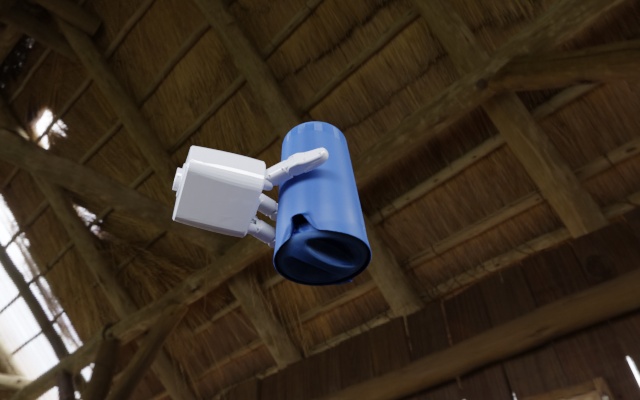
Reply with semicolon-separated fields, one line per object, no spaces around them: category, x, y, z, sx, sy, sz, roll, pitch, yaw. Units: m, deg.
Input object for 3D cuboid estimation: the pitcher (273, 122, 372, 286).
pitcher;0.000;0.002;0.728;0.145;0.242;0.149;12;-44;-17
